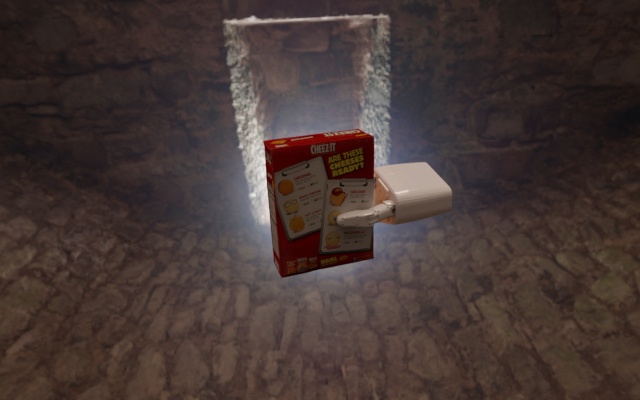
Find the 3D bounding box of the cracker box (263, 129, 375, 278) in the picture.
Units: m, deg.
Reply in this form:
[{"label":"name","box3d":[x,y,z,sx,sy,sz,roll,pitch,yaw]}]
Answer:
[{"label":"cracker box","box3d":[0.000,0.003,0.768,0.164,0.214,0.072,-10,22,-17]}]
